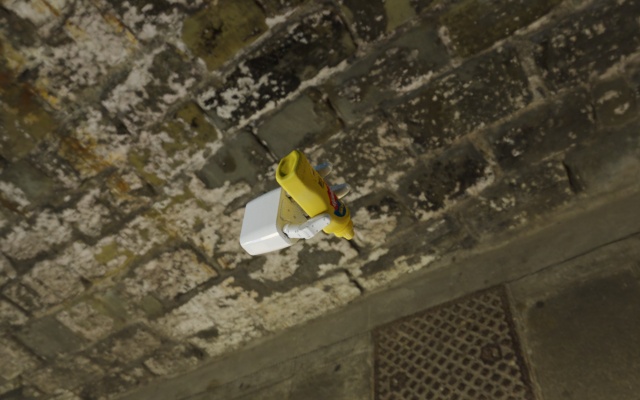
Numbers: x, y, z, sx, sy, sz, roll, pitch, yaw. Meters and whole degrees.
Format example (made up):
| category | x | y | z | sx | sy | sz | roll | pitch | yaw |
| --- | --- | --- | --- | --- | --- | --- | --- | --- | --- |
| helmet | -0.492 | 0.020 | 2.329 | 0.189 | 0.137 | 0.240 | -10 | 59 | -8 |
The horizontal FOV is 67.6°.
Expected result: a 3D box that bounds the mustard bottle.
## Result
| category | x | y | z | sx | sy | sz | roll | pitch | yaw |
| --- | --- | --- | --- | --- | --- | --- | --- | --- | --- |
| mustard bottle | 0.000 | 0.002 | 0.858 | 0.058 | 0.192 | 0.096 | -34 | 27 | 15 |
